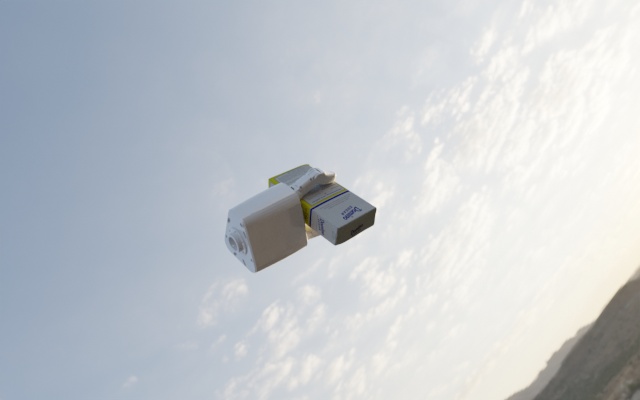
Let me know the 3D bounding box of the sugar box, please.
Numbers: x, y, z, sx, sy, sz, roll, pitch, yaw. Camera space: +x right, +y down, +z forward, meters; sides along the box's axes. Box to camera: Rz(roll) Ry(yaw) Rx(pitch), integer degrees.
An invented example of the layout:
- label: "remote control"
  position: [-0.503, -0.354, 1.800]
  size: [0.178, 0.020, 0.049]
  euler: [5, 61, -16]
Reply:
- label: "sugar box"
  position: [0.000, 0.003, 0.815]
  size: [0.093, 0.048, 0.176]
  euler: [-25, 47, -34]
